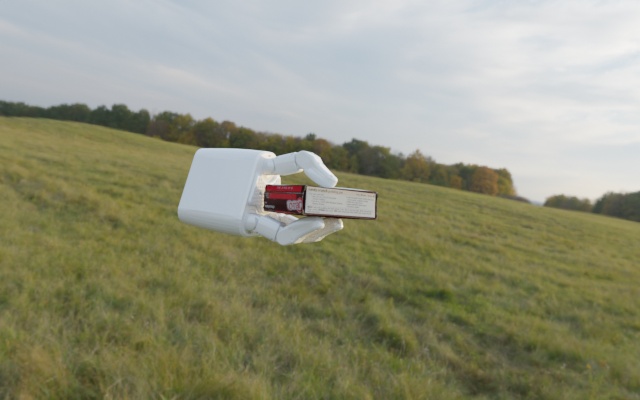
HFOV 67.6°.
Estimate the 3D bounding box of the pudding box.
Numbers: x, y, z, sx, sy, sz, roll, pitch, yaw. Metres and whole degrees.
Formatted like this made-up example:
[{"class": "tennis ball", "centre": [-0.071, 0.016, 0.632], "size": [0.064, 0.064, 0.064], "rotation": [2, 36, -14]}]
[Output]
[{"class": "pudding box", "centre": [0.000, 0.002, 0.584], "size": [0.113, 0.039, 0.090], "rotation": [3, 1, -36]}]
